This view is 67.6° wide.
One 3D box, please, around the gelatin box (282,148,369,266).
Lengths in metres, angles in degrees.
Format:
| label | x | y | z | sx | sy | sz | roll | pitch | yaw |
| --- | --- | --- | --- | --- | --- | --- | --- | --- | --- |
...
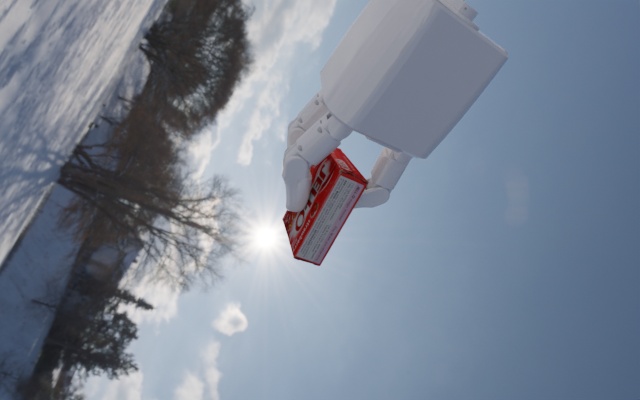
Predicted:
| label | x | y | z | sx | sy | sz | roll | pitch | yaw |
| --- | --- | --- | --- | --- | --- | --- | --- | --- | --- |
| gelatin box | 0.000 | 0.002 | 0.426 | 0.030 | 0.089 | 0.073 | 21 | 18 | -21 |
